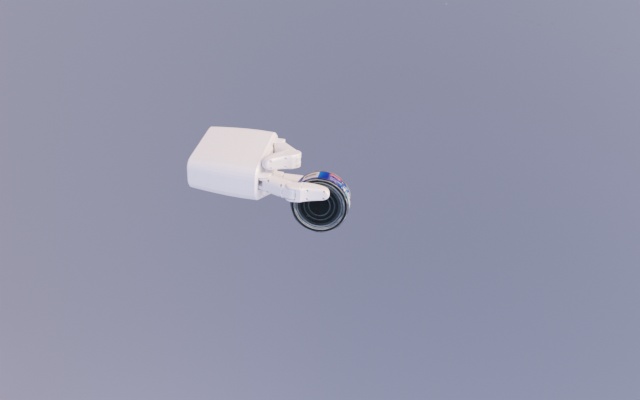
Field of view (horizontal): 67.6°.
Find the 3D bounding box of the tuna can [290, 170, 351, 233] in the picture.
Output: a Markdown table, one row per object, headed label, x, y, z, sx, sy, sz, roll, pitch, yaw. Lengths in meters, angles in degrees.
| label | x | y | z | sx | sy | sz | roll | pitch | yaw |
| --- | --- | --- | --- | --- | --- | --- | --- | --- | --- |
| tuna can | 0.000 | 0.002 | 0.688 | 0.086 | 0.086 | 0.033 | 0 | 23 | 9 |
